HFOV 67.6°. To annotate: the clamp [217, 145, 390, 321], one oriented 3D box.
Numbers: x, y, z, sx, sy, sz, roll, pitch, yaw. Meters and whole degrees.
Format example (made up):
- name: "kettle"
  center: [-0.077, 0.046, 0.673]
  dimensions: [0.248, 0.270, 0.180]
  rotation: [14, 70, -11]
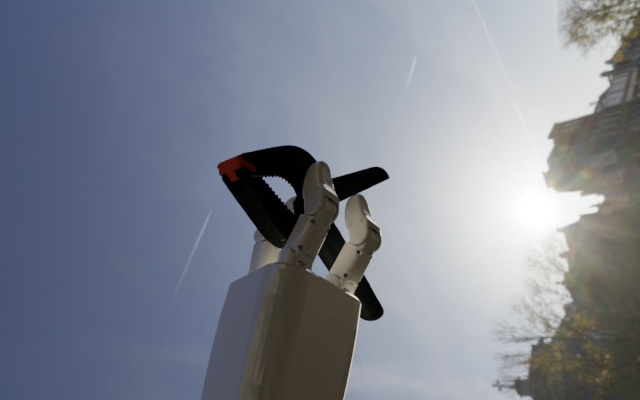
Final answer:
- name: "clamp"
  center: [-0.001, 0.002, 0.441]
  dimensions: [0.036, 0.164, 0.210]
  rotation: [-17, -39, 39]
